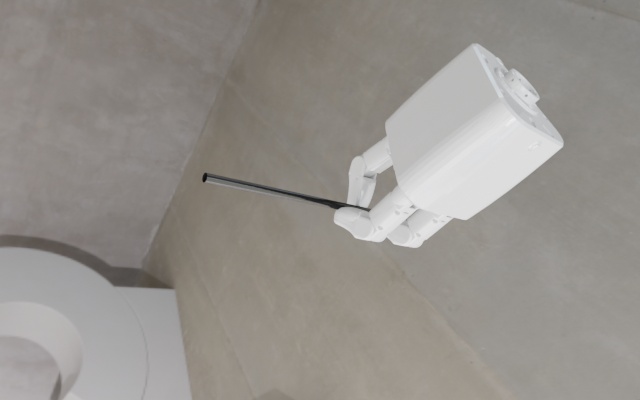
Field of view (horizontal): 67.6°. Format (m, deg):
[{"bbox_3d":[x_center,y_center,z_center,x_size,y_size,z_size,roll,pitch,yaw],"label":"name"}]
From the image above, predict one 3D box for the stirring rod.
[{"bbox_3d":[0.000,0.001,0.448,0.239,0.011,0.011,12,-8,-40],"label":"stirring rod"}]
